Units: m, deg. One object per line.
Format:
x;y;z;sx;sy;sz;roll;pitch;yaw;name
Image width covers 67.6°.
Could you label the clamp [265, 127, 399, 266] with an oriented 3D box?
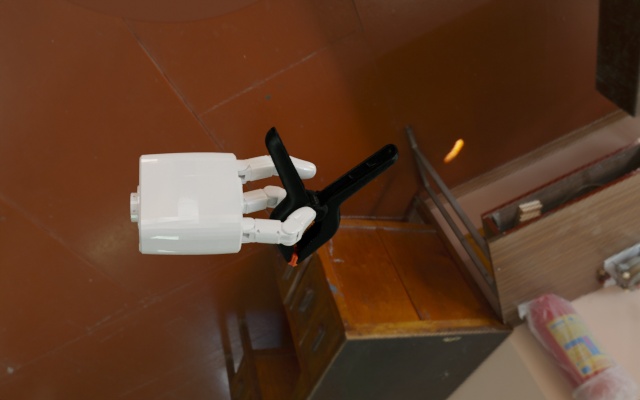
0.000;0.003;0.600;0.164;0.210;0.036;0;41;-18;clamp
